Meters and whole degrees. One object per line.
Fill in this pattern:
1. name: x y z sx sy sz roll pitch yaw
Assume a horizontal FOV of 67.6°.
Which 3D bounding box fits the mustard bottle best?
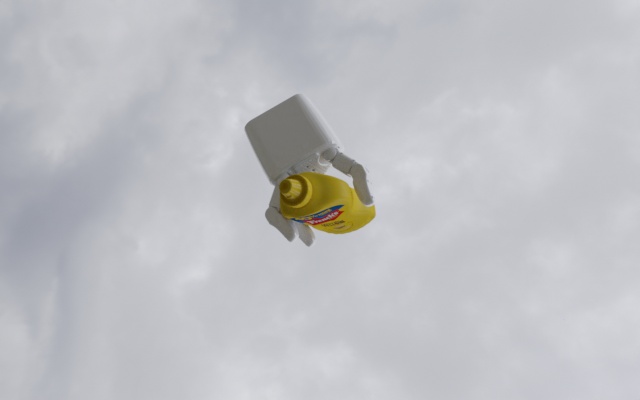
1. mustard bottle: 0.000 0.002 0.650 0.096 0.058 0.192 -14 -18 23
